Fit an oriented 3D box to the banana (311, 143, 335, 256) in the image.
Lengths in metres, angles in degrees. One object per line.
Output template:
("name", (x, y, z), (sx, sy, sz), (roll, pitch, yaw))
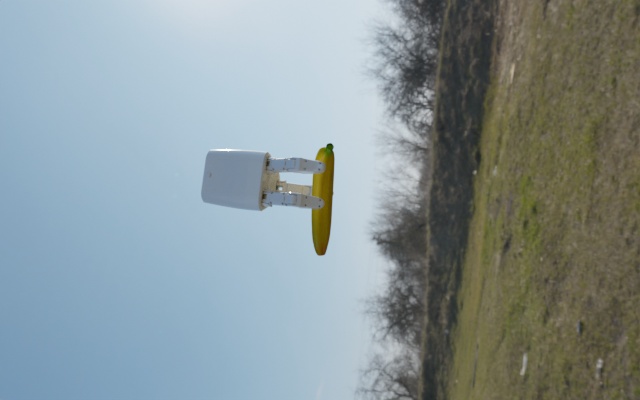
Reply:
("banana", (0.002, -0.007, 0.808), (0.037, 0.198, 0.069), (4, 20, 5))
